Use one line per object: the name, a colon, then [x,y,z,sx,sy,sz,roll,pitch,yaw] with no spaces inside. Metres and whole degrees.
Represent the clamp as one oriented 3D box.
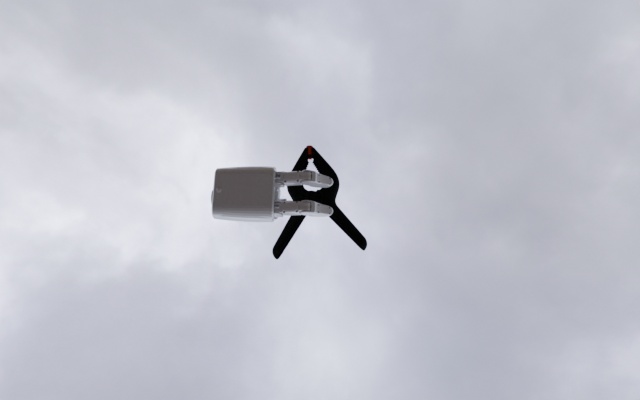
clamp: [0.000,0.003,0.856,0.164,0.210,0.036,1,-18,-2]
